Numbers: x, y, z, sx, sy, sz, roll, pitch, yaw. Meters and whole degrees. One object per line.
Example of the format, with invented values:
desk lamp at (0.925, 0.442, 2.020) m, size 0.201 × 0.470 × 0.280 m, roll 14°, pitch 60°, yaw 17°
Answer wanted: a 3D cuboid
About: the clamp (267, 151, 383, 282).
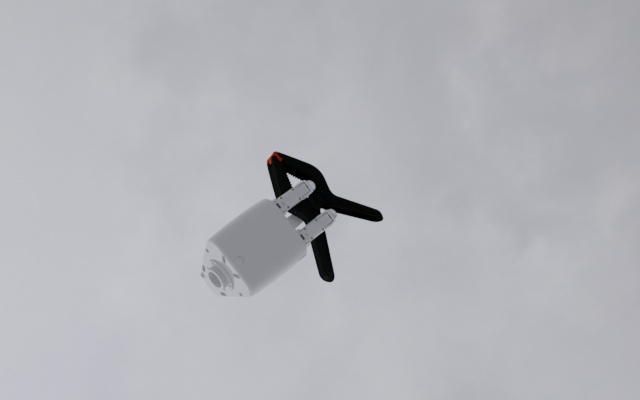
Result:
clamp at (-0.001, 0.002, 0.756) m, size 0.164 × 0.210 × 0.036 m, roll -37°, pitch -1°, yaw -38°
